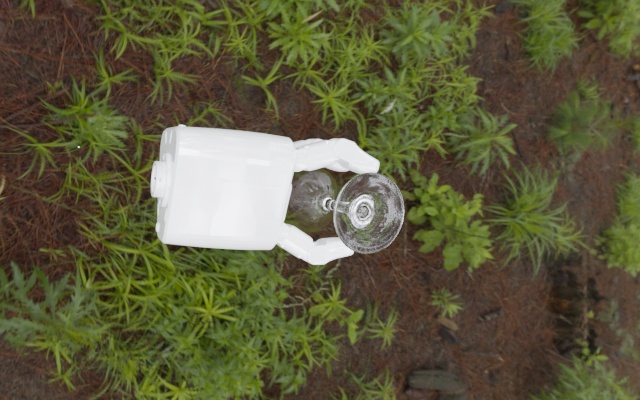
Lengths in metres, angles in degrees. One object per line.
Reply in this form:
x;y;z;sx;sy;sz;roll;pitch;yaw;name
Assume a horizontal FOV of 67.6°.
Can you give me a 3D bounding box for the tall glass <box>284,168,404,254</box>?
0.001;0.002;0.517;0.079;0.079;0.201;0;6;-27;tall glass
